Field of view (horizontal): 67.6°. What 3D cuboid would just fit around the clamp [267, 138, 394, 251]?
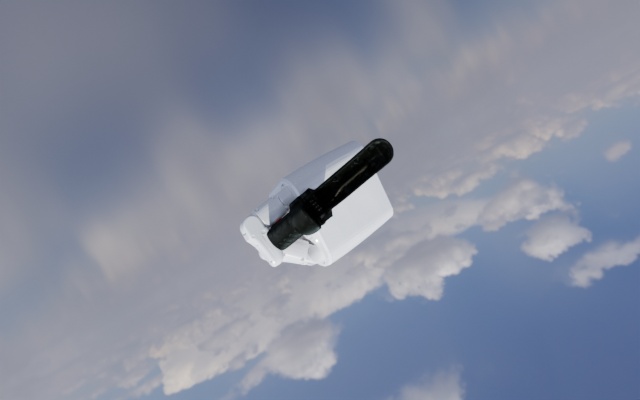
[{"bbox_3d":[0.000,0.002,0.453,0.120,0.039,0.171,-36,2,-23],"label":"clamp"}]
